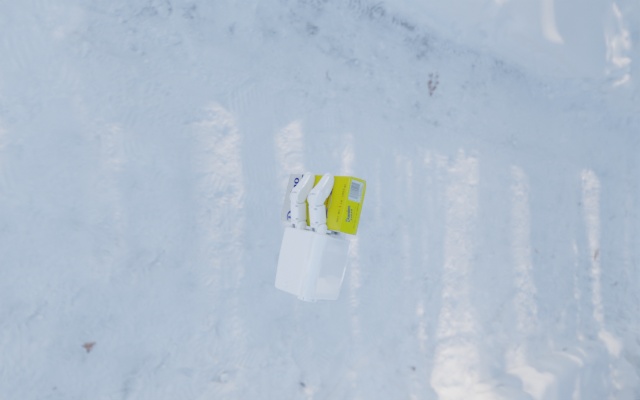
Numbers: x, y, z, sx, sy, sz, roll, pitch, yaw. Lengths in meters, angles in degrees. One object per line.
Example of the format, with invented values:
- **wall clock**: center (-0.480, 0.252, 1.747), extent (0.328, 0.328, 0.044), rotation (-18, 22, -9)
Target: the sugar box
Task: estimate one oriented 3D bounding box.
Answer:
- **sugar box**: center (0.000, 0.003, 0.835), extent (0.048, 0.093, 0.176), rotation (17, -7, -39)
